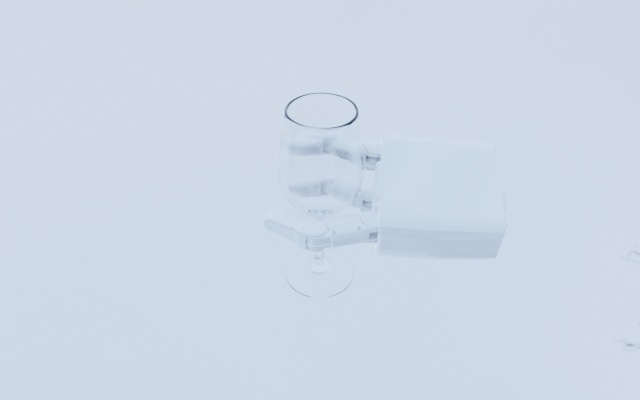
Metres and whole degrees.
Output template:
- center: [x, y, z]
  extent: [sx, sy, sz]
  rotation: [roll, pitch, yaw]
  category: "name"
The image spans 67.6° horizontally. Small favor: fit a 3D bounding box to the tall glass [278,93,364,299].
- center: [0.000, 0.002, 0.458]
  extent: [0.079, 0.201, 0.079]
  rotation: [0, 40, 0]
  category: "tall glass"
